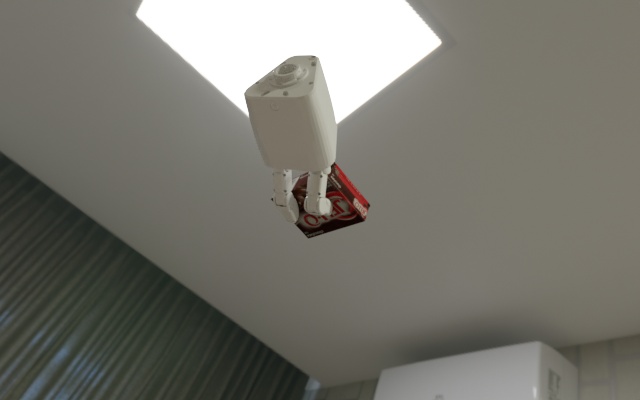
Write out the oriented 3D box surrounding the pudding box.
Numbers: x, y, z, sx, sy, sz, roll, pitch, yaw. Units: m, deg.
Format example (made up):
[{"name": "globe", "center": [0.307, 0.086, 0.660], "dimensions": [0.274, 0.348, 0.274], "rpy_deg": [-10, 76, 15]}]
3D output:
[{"name": "pudding box", "center": [0.000, 0.002, 0.679], "dimensions": [0.113, 0.090, 0.039], "rpy_deg": [-19, 32, 41]}]
